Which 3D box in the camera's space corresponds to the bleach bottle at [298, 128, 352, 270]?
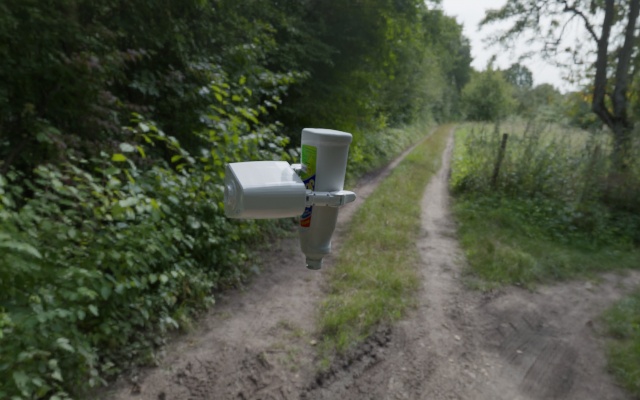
[{"bbox_3d":[0.000,0.003,0.845,0.068,0.251,0.102,-2,14,-26],"label":"bleach bottle"}]
